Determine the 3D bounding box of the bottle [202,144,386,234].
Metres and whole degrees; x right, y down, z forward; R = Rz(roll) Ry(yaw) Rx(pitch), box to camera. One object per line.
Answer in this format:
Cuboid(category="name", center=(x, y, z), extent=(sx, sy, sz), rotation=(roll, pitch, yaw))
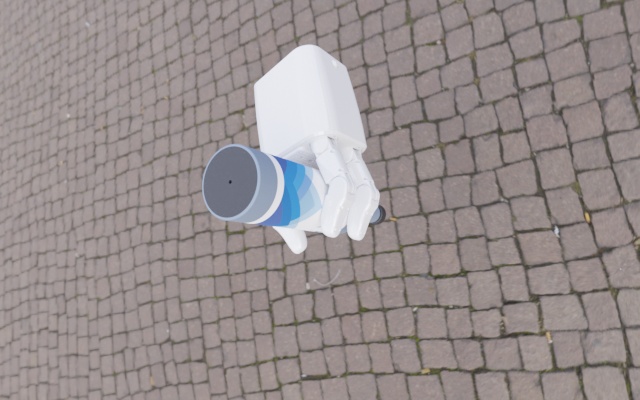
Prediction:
Cuboid(category="bottle", center=(0.000, 0.002, 0.531), extent=(0.069, 0.069, 0.296), rotation=(0, -7, 32))
